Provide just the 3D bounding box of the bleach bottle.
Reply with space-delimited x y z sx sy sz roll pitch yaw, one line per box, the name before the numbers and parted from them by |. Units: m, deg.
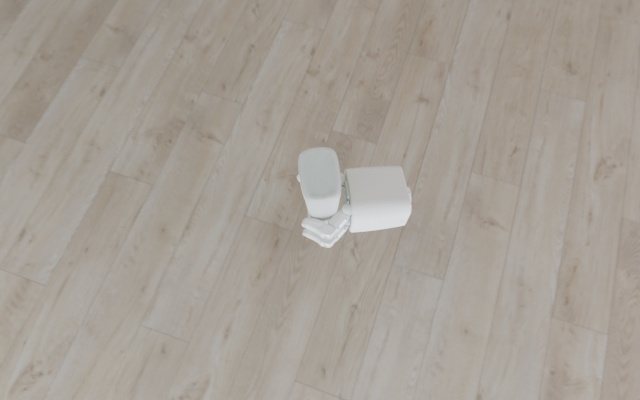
bleach bottle | 0.000 0.003 0.892 0.068 0.102 0.251 -7 -21 -2
